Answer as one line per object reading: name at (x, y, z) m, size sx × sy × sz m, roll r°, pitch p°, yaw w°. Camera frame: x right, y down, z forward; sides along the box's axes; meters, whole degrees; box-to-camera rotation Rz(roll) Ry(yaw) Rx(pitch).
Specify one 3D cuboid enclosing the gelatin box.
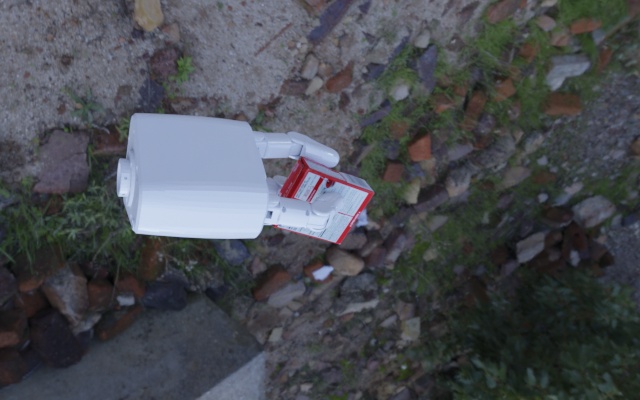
gelatin box at (0.001, 0.002, 0.501) m, size 0.089 × 0.073 × 0.030 m, roll 18°, pitch 25°, yaw -31°
